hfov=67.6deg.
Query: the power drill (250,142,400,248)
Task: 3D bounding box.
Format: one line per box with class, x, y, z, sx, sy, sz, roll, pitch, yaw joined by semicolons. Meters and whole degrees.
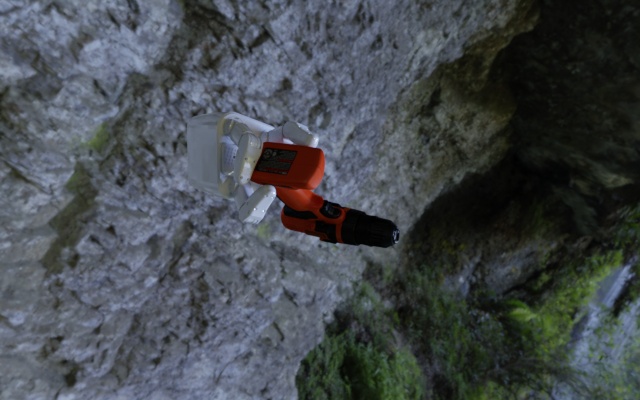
power drill;0.000;0.002;0.631;0.184;0.057;0.188;8;-27;29
